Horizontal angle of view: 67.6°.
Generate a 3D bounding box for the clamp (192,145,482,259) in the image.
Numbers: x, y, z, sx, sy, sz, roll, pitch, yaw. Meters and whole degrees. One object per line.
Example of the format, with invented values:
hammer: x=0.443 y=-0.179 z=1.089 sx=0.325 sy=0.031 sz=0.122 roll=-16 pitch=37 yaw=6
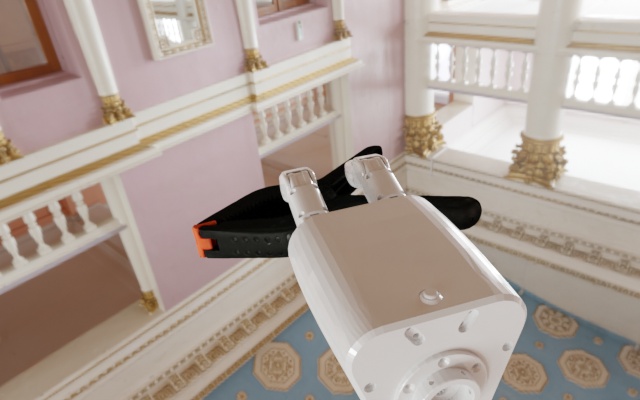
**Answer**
clamp: x=0.000 y=0.002 z=0.401 sx=0.210 sy=0.036 sz=0.164 roll=-13 pitch=25 yaw=-11
